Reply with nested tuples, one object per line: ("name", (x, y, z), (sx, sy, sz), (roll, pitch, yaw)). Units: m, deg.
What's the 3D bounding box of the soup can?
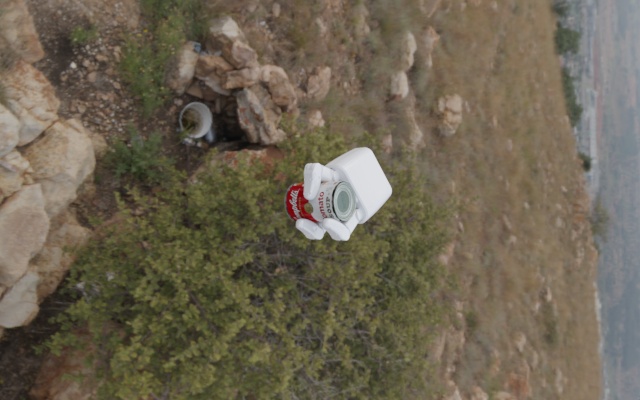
("soup can", (0.000, 0.003, 0.801), (0.102, 0.068, 0.068), (-1, -1, 37))
